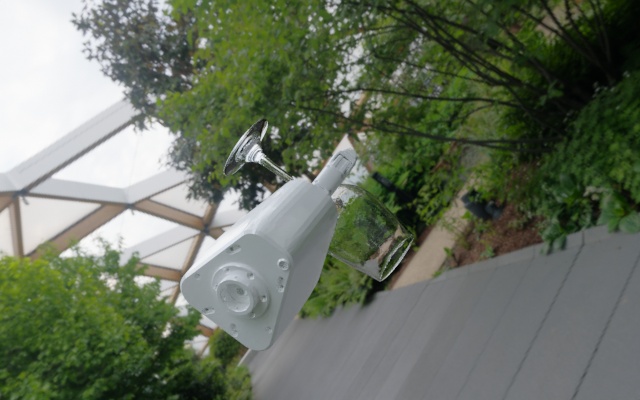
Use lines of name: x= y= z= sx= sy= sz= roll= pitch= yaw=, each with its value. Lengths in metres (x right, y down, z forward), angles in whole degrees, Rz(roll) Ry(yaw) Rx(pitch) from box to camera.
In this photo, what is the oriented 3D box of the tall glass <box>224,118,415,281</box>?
tall glass: x=0.000 y=0.001 z=0.506 sx=0.201 sy=0.079 sz=0.079 roll=36 pitch=2 yaw=2
